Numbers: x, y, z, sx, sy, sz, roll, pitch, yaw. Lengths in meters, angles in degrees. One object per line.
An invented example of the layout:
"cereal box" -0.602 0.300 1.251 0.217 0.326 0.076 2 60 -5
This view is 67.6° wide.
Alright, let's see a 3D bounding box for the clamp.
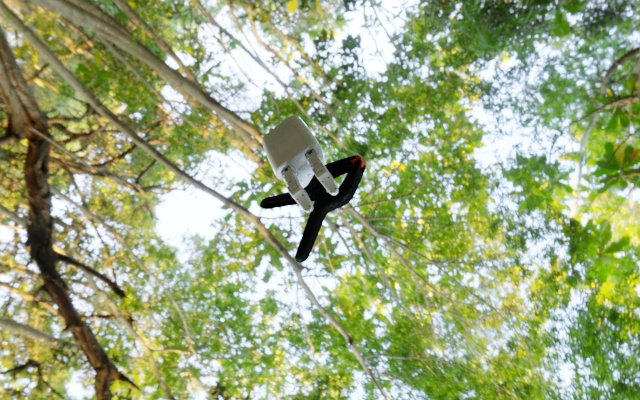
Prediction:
"clamp" 0.001 0.003 0.857 0.210 0.164 0.036 -35 -37 7
